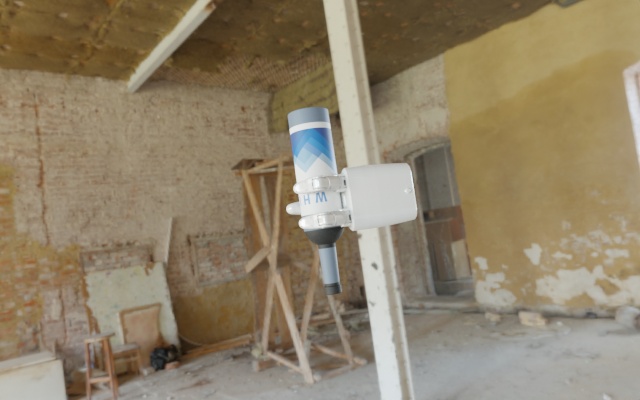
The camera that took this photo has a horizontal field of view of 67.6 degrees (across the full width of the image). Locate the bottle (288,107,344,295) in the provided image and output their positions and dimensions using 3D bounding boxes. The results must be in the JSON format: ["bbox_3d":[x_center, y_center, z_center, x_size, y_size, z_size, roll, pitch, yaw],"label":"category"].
[{"bbox_3d":[0.000,0.002,0.768,0.069,0.295,0.069,-8,-3,-1],"label":"bottle"}]
